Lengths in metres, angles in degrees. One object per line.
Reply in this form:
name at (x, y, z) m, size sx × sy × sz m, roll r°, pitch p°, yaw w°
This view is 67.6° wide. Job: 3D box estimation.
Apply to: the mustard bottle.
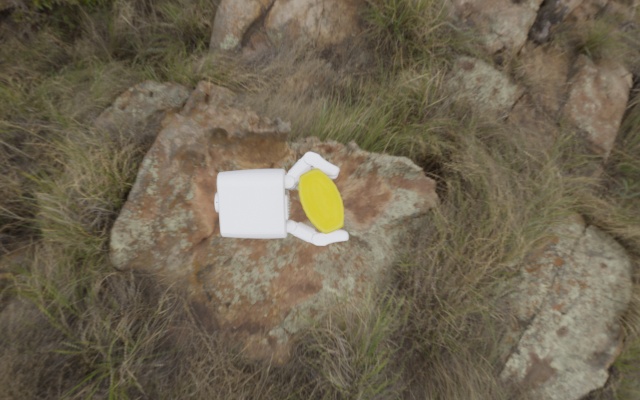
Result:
mustard bottle at (0.000, 0.002, 0.781) m, size 0.058 × 0.096 × 0.191 m, roll -25°, pitch -1°, yaw -1°
